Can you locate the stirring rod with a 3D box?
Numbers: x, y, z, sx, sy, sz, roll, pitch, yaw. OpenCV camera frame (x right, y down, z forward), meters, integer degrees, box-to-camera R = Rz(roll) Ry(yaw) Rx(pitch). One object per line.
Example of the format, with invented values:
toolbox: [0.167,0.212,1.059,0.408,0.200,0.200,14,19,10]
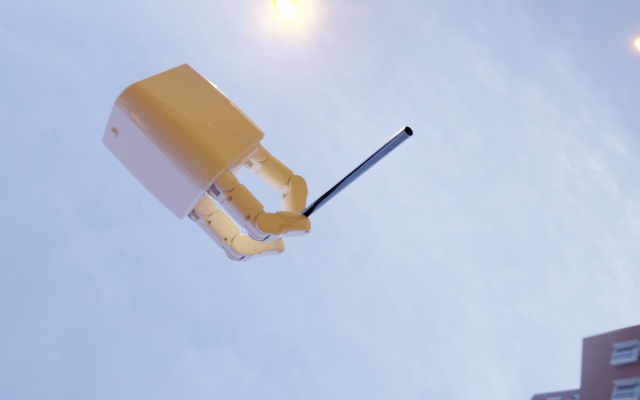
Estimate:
stirring rod: [0.000,0.001,0.423,0.011,0.011,0.240,0,-24,-34]
